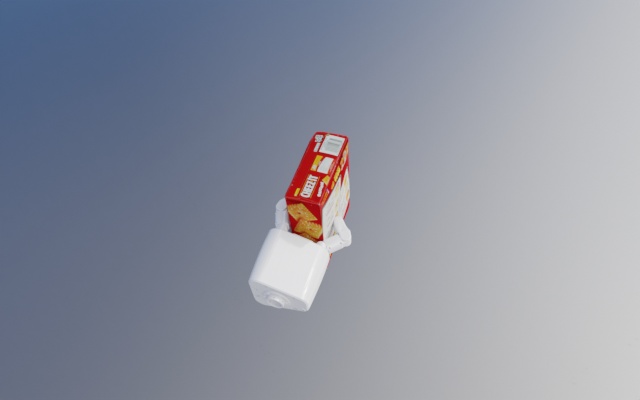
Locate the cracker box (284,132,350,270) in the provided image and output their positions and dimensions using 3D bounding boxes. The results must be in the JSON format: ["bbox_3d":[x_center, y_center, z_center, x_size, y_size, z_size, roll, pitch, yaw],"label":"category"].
[{"bbox_3d":[0.000,0.003,0.899,0.072,0.164,0.214,13,-35,13],"label":"cracker box"}]
